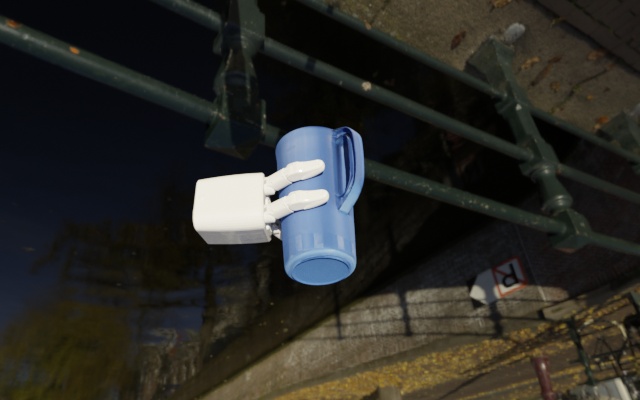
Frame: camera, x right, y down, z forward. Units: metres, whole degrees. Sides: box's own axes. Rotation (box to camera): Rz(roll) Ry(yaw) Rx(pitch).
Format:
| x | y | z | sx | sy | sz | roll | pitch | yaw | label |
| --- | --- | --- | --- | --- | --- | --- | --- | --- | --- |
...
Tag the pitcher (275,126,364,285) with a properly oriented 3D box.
| x | y | z | sx | sy | sz | roll | pitch | yaw | label |
| --- | --- | --- | --- | --- | --- | --- | --- | --- | --- |
| 0.000 | 0.003 | 0.770 | 0.145 | 0.242 | 0.149 | -4 | -36 | -1 | pitcher |
